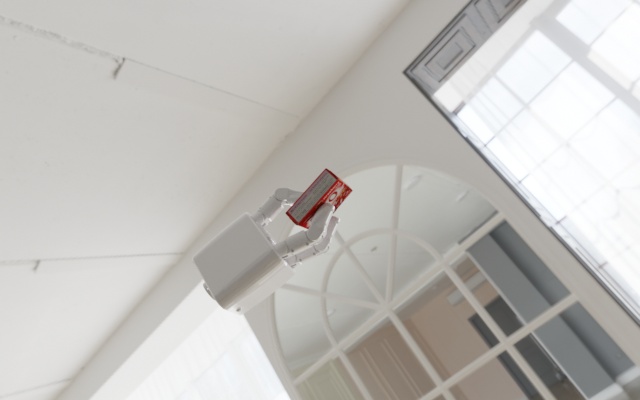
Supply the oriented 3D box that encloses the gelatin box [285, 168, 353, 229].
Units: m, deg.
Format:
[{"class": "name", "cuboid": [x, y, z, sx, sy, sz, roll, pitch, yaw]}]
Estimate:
[{"class": "gelatin box", "cuboid": [0.000, 0.002, 0.696, 0.030, 0.089, 0.073, 43, 5, 23]}]
